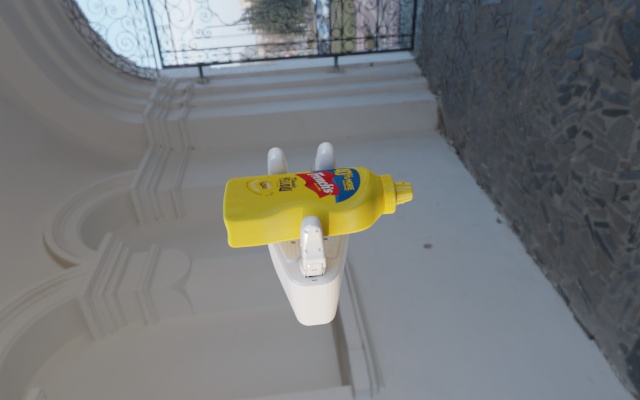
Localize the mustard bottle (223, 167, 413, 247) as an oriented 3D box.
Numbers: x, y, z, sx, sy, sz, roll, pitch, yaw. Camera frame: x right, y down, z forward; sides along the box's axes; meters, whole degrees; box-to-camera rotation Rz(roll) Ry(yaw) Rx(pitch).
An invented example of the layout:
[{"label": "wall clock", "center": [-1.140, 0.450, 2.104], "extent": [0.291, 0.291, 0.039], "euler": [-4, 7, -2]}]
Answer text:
[{"label": "mustard bottle", "center": [0.000, 0.001, 0.495], "extent": [0.191, 0.058, 0.096], "euler": [-6, 26, -3]}]
